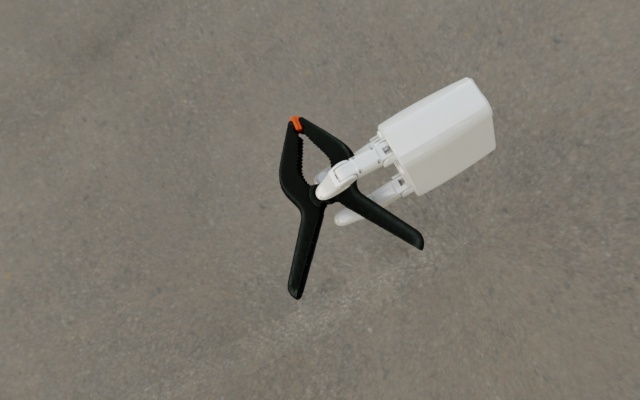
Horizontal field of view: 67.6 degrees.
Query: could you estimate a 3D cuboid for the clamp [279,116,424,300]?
[{"bbox_3d":[0.000,0.001,0.559,0.164,0.210,0.036,-30,-12,6],"label":"clamp"}]
